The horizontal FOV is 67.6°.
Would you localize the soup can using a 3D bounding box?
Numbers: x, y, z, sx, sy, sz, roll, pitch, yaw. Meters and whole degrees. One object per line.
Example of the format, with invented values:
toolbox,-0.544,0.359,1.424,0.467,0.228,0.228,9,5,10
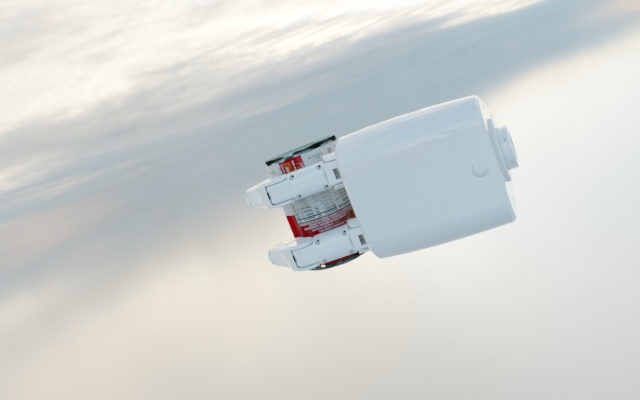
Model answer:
soup can,0.000,0.001,0.420,0.068,0.102,0.068,-21,9,3
